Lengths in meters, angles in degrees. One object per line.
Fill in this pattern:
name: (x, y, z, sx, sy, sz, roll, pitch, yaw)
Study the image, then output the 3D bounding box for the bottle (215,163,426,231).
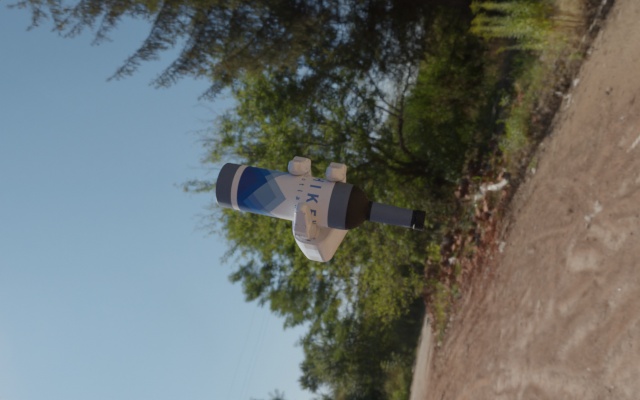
bottle: (0.000, 0.002, 0.680, 0.295, 0.069, 0.069, 10, 2, 11)
